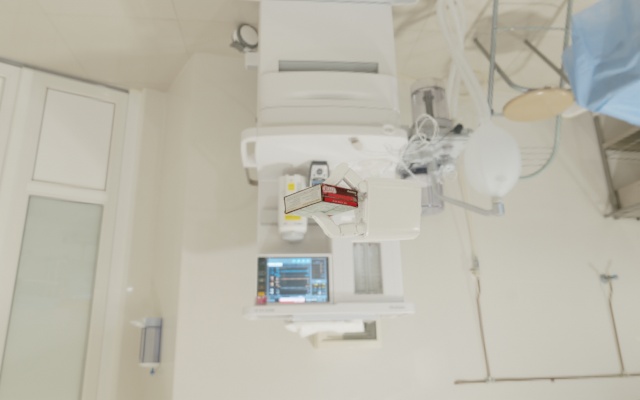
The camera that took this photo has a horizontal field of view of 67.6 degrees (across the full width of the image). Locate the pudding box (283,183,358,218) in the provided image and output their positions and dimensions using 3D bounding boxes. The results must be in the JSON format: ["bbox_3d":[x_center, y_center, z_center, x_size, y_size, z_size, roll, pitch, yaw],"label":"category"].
[{"bbox_3d":[0.000,0.003,0.879,0.090,0.039,0.113,11,-22,-39],"label":"pudding box"}]
